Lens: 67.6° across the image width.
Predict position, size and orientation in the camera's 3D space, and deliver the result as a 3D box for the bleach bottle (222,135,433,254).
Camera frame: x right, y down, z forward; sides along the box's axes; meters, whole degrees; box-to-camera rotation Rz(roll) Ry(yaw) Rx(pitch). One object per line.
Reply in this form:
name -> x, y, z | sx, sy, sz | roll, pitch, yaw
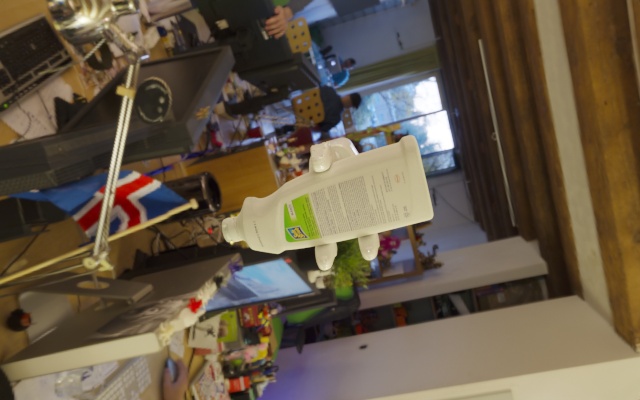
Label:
bleach bottle -> 0.000, 0.002, 0.573 | 0.251, 0.102, 0.068 | -13, 12, 10
